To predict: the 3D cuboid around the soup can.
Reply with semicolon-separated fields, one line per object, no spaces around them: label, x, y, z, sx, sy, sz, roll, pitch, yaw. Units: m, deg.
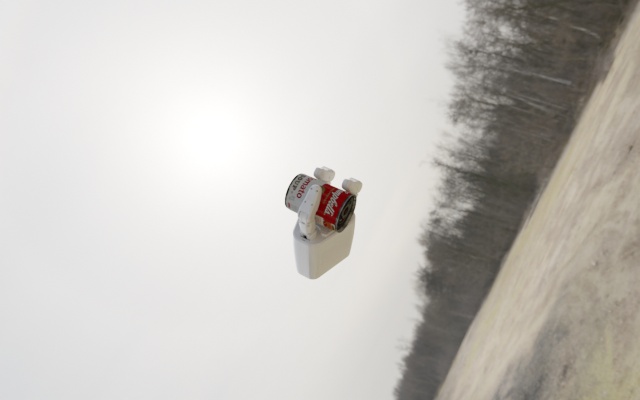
soup can;0.000;0.002;0.794;0.102;0.068;0.068;24;9;21
